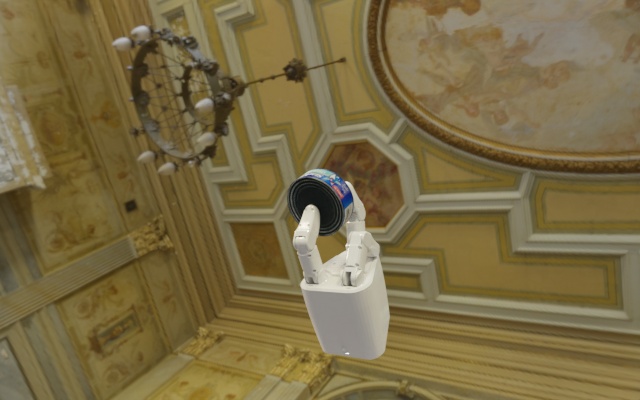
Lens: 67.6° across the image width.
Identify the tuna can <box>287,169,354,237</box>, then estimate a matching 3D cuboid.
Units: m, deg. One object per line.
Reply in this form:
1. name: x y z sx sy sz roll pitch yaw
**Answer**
1. tuna can: 0.000 0.002 0.627 0.086 0.086 0.033 0 26 35
